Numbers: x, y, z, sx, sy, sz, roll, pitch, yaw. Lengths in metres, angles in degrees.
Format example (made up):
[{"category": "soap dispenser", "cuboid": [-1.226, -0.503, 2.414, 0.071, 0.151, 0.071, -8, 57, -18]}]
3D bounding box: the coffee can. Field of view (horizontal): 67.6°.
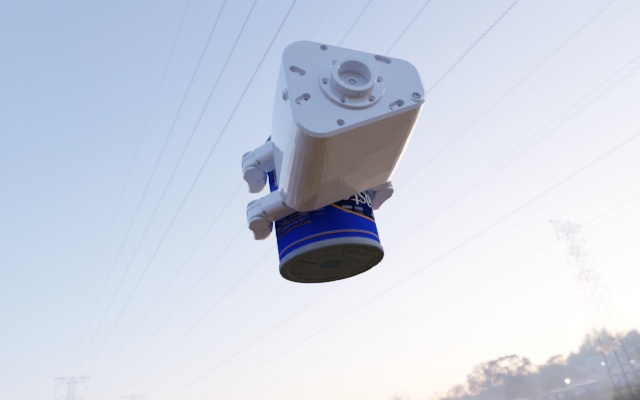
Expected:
[{"category": "coffee can", "cuboid": [0.000, 0.002, 0.489, 0.103, 0.140, 0.103, -8, -27, -4]}]
